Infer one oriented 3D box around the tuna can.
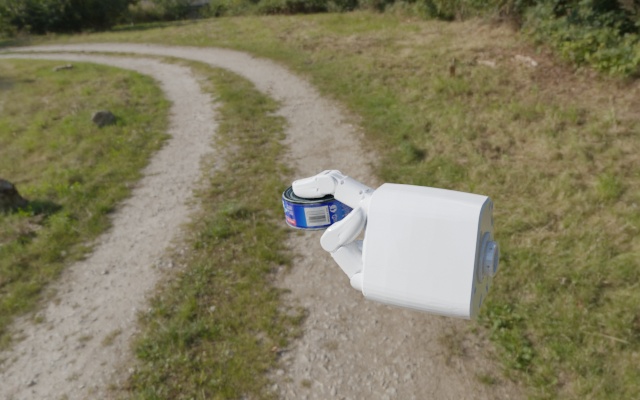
[{"bbox_3d":[0.000,0.001,0.545,0.086,0.034,0.086,-8,20,3],"label":"tuna can"}]
